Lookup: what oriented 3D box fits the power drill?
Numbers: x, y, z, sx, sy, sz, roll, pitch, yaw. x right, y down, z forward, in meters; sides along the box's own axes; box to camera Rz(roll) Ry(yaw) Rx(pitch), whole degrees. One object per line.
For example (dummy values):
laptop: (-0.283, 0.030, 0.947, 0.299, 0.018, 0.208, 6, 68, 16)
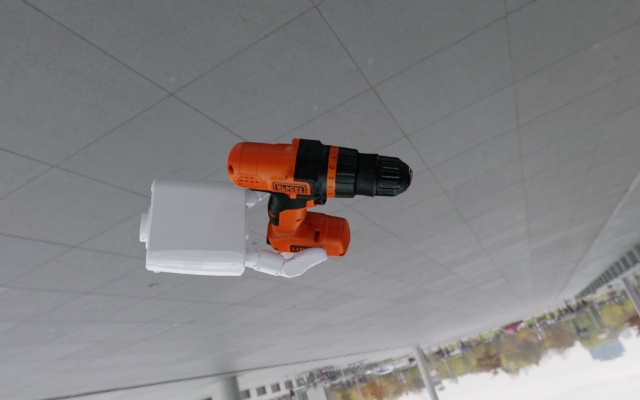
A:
power drill: (0.000, 0.002, 0.539, 0.184, 0.057, 0.188, 7, -30, 5)
